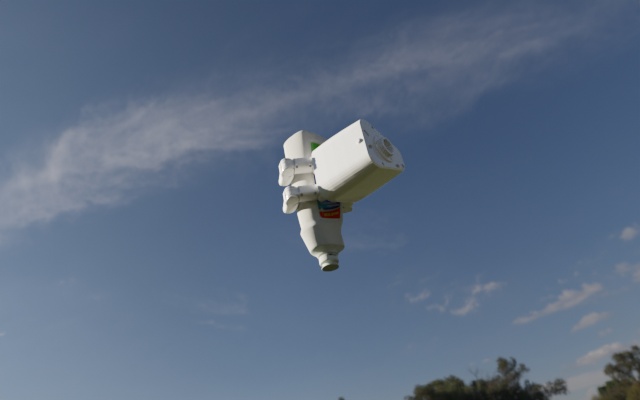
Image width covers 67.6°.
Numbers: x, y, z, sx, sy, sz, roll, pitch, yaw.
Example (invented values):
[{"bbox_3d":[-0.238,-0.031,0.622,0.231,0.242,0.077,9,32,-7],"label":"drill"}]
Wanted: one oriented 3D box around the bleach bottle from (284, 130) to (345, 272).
[{"bbox_3d":[0.000,0.003,0.819,0.068,0.250,0.102,-33,-37,32],"label":"bleach bottle"}]
